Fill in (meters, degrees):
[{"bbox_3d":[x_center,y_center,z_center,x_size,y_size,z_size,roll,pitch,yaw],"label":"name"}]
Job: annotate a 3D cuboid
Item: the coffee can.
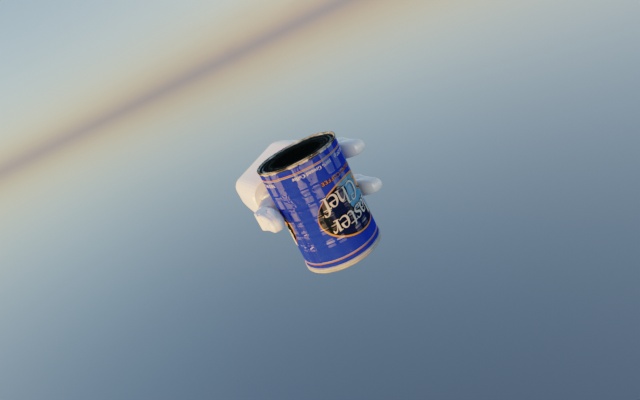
[{"bbox_3d":[0.000,0.002,0.580,0.103,0.140,0.102,-23,20,9],"label":"coffee can"}]
